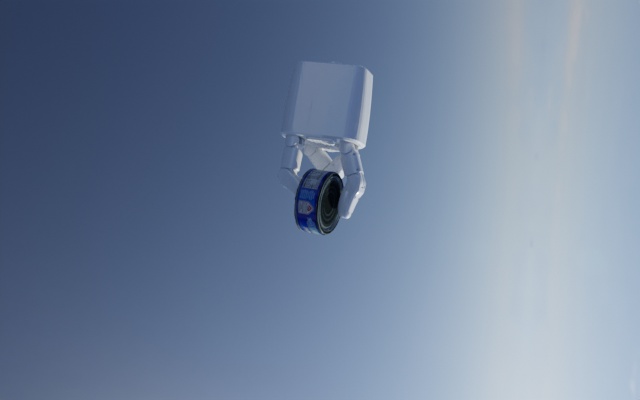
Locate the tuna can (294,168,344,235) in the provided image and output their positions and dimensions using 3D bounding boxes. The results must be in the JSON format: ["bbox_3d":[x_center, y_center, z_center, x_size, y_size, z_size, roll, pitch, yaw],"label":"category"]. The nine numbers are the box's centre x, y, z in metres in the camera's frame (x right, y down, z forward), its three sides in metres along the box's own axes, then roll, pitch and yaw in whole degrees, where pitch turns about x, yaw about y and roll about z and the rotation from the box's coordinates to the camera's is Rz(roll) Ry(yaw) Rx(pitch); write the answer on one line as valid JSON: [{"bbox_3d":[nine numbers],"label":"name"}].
[{"bbox_3d":[0.001,0.002,0.630,0.034,0.086,0.086,9,4,25],"label":"tuna can"}]
